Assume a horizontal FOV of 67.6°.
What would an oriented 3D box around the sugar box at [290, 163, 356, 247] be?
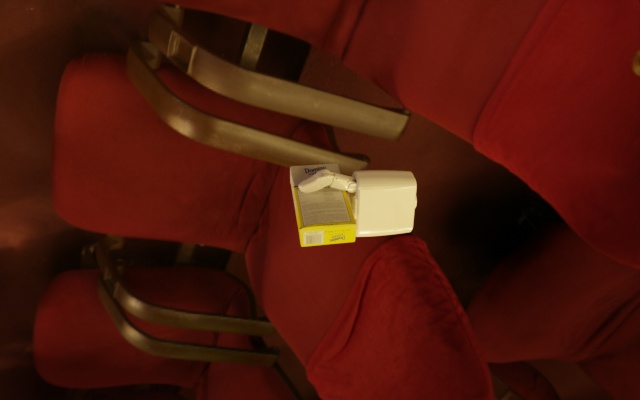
[{"bbox_3d":[0.000,0.003,0.838,0.093,0.048,0.176,-4,37,-7],"label":"sugar box"}]
